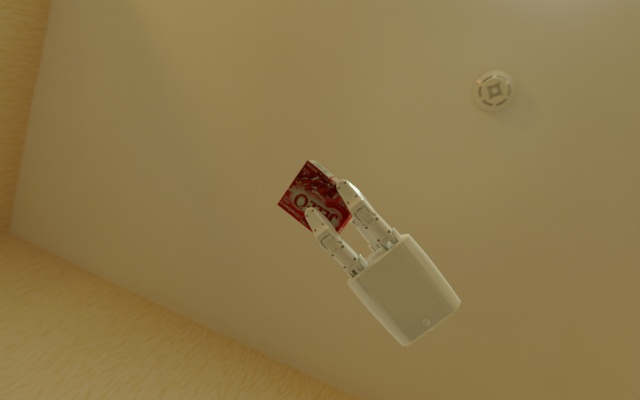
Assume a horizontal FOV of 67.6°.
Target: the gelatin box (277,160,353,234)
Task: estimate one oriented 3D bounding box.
[{"bbox_3d":[0.000,0.002,0.621,0.089,0.073,0.030,39,15,11],"label":"gelatin box"}]
